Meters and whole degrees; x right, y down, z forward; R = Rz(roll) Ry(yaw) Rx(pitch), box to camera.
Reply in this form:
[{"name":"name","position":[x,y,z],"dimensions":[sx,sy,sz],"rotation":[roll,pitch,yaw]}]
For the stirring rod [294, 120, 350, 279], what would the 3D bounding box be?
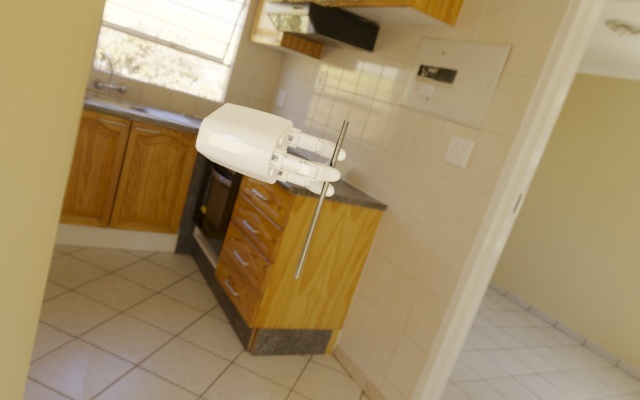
[{"name":"stirring rod","position":[0.000,0.002,0.681],"dimensions":[0.011,0.239,0.011],"rotation":[17,12,-4]}]
